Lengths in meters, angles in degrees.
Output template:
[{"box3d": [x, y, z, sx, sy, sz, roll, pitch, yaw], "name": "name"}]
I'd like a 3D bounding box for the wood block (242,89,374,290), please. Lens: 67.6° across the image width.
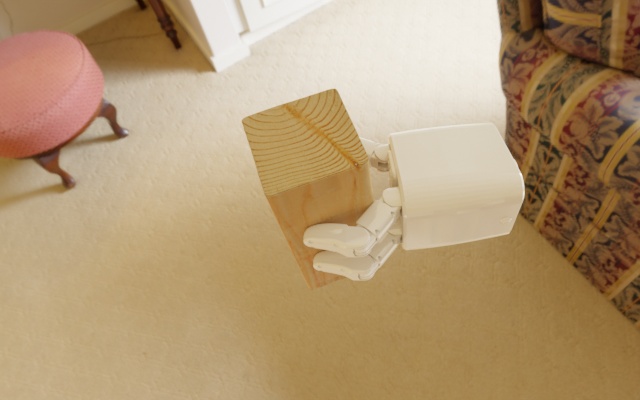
[{"box3d": [0.000, 0.001, 0.482, 0.090, 0.090, 0.206, -19, -33, -2], "name": "wood block"}]
